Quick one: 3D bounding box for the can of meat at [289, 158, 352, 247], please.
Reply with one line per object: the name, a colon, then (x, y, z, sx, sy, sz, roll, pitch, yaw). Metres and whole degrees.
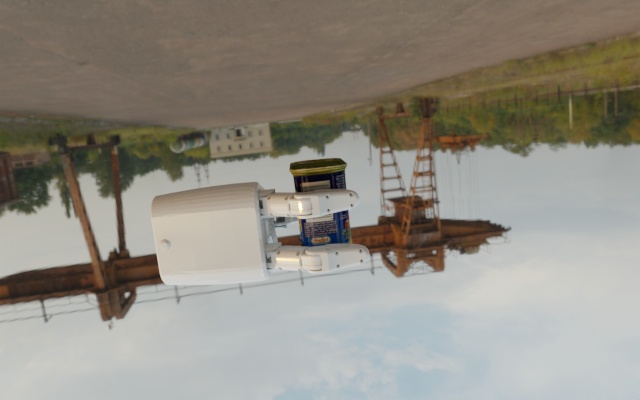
can of meat: (0.000, 0.002, 0.505, 0.057, 0.084, 0.102, -6, 9, -2)
